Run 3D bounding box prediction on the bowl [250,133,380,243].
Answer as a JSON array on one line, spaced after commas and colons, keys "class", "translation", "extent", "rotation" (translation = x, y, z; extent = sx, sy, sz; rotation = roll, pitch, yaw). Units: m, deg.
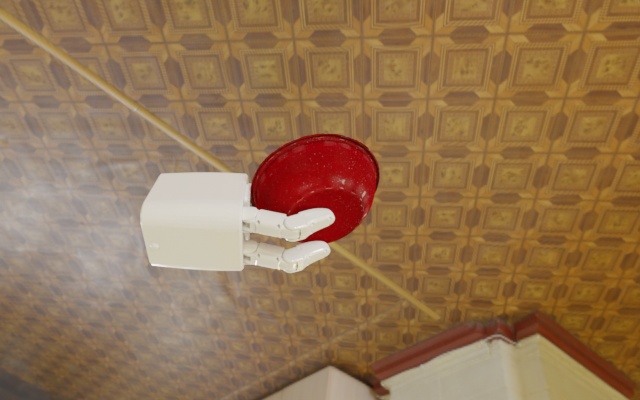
[{"class": "bowl", "translation": [0.001, 0.002, 0.565], "extent": [0.162, 0.162, 0.055], "rotation": [0, 42, -17]}]
